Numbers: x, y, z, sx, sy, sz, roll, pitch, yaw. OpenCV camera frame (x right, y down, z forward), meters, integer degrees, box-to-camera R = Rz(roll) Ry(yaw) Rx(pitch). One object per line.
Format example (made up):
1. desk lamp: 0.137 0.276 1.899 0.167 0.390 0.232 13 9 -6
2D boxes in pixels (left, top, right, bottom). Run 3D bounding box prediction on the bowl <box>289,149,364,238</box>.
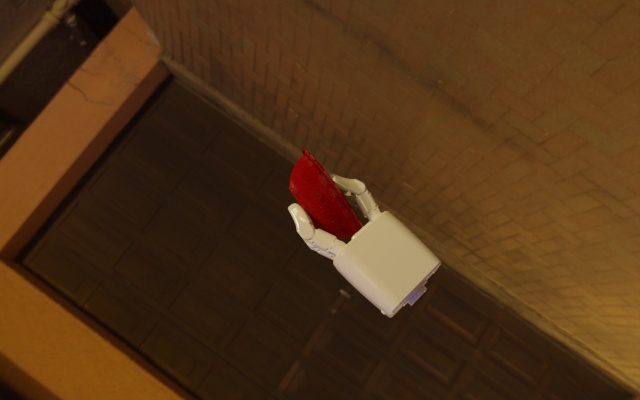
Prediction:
1. bowl: -0.001 0.002 0.728 0.055 0.162 0.162 -36 2 -3
